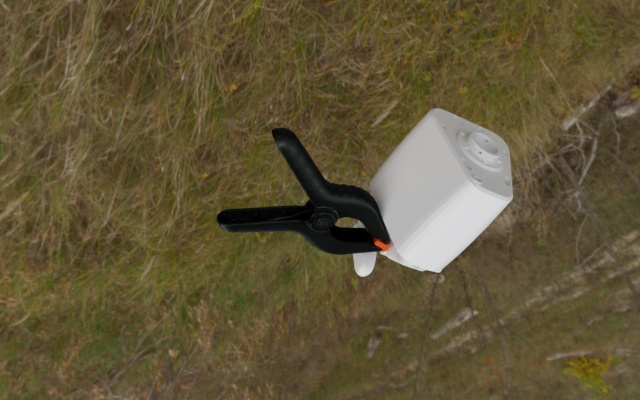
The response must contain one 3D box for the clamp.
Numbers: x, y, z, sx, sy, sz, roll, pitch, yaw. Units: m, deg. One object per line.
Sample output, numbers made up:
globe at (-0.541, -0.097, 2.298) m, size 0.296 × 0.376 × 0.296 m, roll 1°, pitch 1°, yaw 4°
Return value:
clamp at (0.000, 0.002, 0.453) m, size 0.171 × 0.039 × 0.120 m, roll 15°, pitch -49°, yaw -21°
